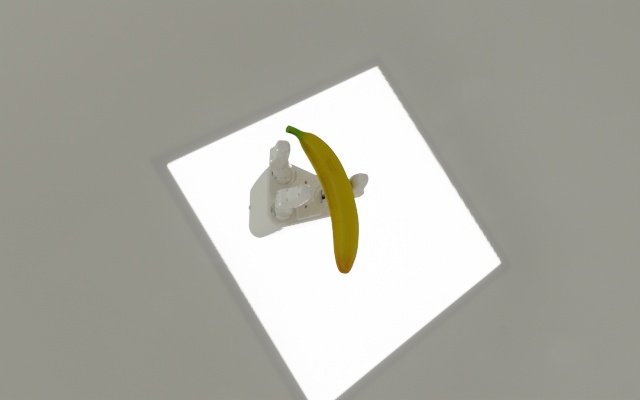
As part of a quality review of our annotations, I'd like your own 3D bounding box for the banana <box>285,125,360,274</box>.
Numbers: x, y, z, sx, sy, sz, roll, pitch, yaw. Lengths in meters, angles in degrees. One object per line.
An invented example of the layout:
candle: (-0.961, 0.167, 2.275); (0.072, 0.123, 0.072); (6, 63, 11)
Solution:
banana: (0.013, -0.006, 0.612); (0.069, 0.198, 0.037); (-20, -5, -35)
